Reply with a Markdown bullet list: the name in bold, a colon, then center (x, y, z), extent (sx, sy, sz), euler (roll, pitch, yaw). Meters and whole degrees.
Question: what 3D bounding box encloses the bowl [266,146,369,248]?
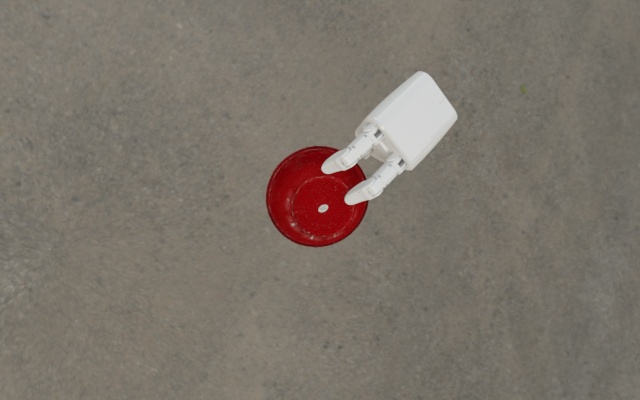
- **bowl**: center (-0.001, 0.004, 0.713), extent (0.162, 0.162, 0.055), euler (0, 15, -9)
